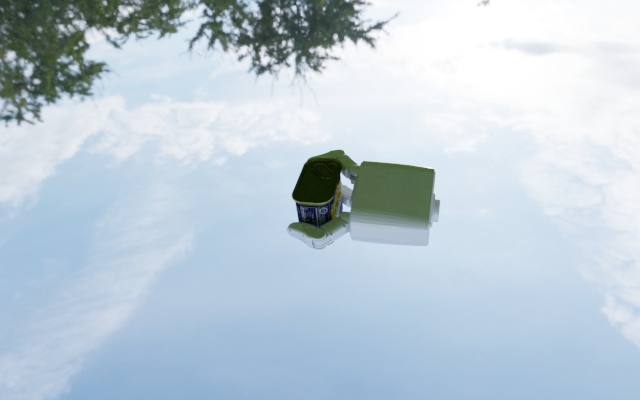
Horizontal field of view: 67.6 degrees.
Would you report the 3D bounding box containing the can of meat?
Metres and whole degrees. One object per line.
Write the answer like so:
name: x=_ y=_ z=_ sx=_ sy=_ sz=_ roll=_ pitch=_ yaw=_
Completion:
can of meat: x=0.000 y=0.003 z=0.685 sx=0.057 sy=0.084 sz=0.102 roll=4 pitch=41 yaw=13
